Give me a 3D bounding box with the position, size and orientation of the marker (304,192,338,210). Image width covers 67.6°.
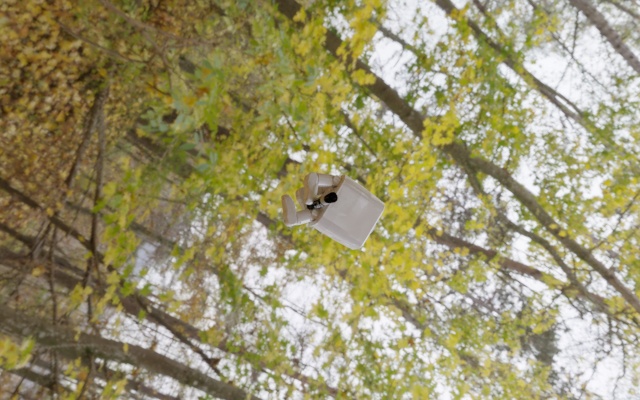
[{"bbox_3d":[0.000,0.003,0.873,0.020,0.020,0.121,0,-9,-24],"label":"marker"}]
